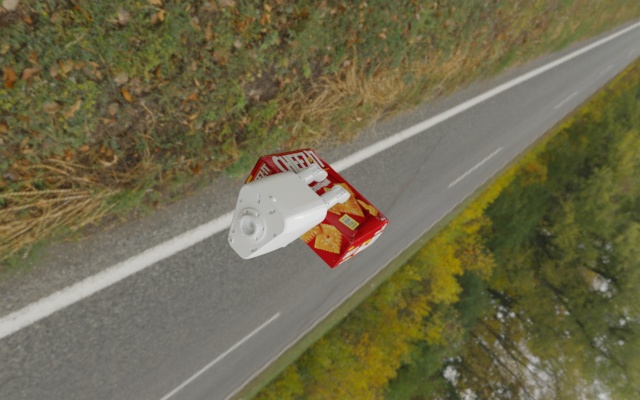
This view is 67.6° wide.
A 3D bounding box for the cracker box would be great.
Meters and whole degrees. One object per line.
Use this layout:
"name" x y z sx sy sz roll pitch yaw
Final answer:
"cracker box" 0.000 0.003 0.836 0.213 0.072 0.164 44 28 15
